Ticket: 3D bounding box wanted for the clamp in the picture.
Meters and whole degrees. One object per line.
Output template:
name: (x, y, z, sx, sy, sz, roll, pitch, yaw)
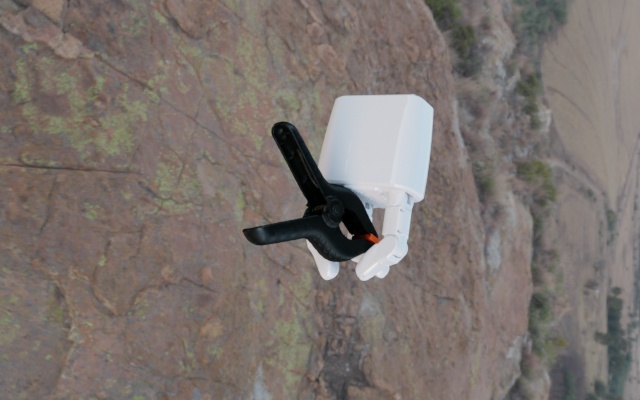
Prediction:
clamp: (0.001, 0.002, 0.469, 0.039, 0.120, 0.171, -2, -19, 41)
